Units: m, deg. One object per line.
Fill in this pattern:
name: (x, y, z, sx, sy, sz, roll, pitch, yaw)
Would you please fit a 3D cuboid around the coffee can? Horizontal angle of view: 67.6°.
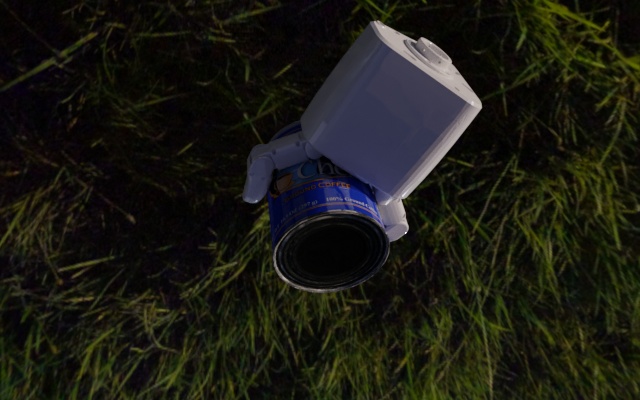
coffee can: (0.000, 0.002, 0.460, 0.103, 0.103, 0.140, 0, 41, -11)
